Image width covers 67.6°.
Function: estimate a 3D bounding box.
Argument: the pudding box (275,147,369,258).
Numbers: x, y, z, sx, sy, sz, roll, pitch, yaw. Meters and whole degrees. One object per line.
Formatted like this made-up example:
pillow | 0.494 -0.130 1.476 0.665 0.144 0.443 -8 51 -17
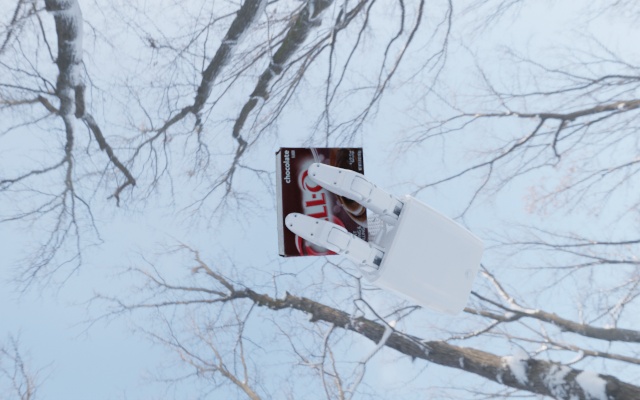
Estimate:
pudding box | 0.000 0.002 0.498 0.090 0.113 0.039 -2 -6 -18
